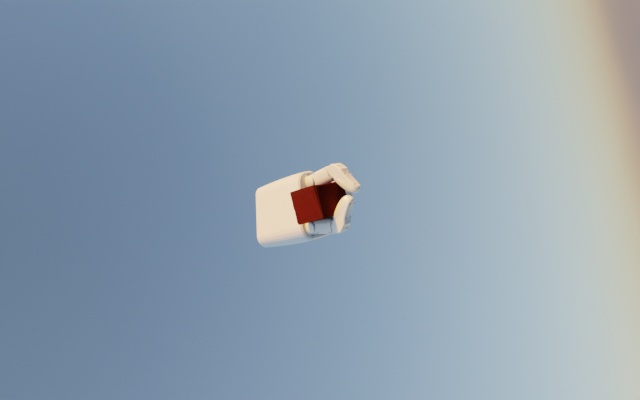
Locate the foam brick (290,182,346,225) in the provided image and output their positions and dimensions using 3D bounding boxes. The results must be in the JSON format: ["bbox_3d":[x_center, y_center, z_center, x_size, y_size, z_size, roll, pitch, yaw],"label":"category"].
[{"bbox_3d":[0.000,0.002,0.736,0.051,0.053,0.078,-14,-1,36],"label":"foam brick"}]
